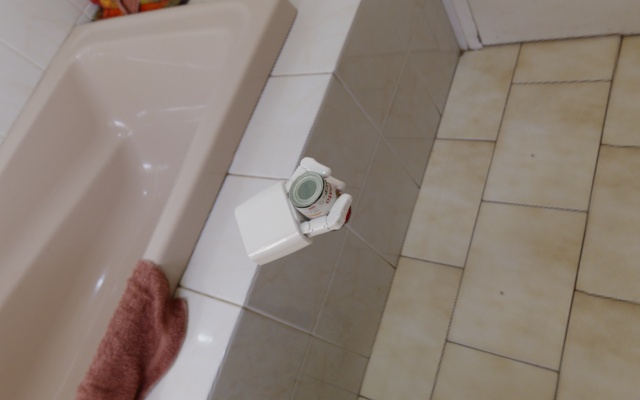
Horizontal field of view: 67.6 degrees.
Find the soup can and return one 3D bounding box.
[{"bbox_3d":[0.000,0.002,0.806,0.068,0.068,0.102,0,-25,32],"label":"soup can"}]
